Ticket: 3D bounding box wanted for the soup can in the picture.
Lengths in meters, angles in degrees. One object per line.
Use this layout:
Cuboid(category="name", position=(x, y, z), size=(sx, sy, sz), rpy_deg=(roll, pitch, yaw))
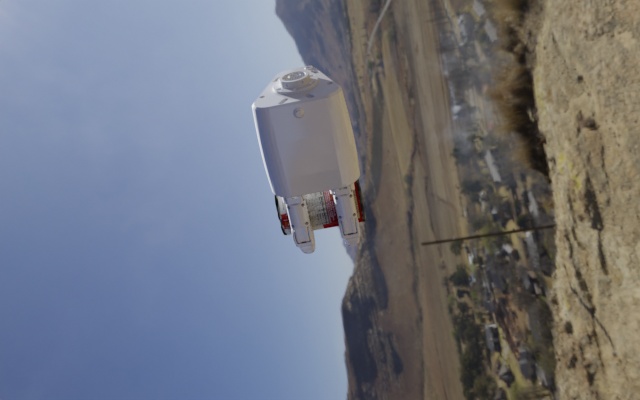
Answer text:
Cuboid(category="soup can", position=(0.000, 0.002, 0.585), size=(0.102, 0.068, 0.068), rpy_deg=(-11, -1, 3))
